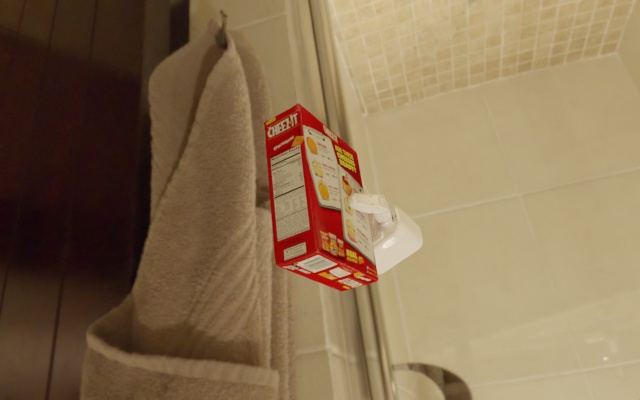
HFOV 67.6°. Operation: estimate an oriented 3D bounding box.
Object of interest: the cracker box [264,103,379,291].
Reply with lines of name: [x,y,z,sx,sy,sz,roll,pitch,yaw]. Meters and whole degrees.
cracker box: [0.000,0.002,0.655,0.072,0.213,0.164,-22,-30,25]
